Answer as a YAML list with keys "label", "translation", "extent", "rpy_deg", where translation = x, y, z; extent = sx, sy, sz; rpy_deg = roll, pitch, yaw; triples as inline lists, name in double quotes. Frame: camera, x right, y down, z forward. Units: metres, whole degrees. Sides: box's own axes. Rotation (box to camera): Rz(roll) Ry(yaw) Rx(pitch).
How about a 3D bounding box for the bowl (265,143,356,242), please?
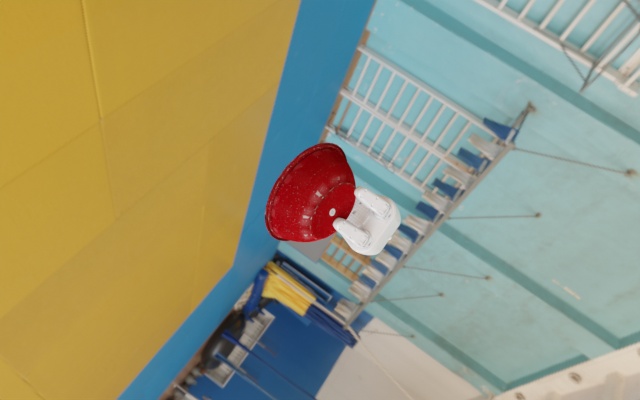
- label: "bowl"
  translation: [0.000, 0.002, 0.673]
  extent: [0.055, 0.162, 0.162]
  rpy_deg: [36, 20, 32]
